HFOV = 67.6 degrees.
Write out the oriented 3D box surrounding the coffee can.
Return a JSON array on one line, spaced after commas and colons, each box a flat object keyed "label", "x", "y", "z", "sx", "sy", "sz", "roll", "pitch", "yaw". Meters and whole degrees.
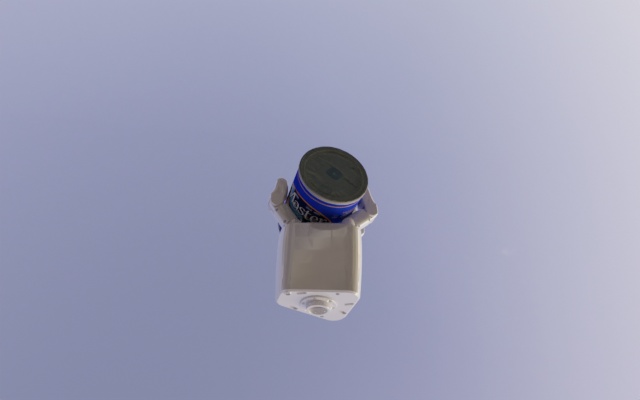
[{"label": "coffee can", "x": 0.000, "y": 0.002, "z": 0.725, "sx": 0.103, "sy": 0.102, "sz": 0.140, "roll": 0, "pitch": -36, "yaw": -20}]
